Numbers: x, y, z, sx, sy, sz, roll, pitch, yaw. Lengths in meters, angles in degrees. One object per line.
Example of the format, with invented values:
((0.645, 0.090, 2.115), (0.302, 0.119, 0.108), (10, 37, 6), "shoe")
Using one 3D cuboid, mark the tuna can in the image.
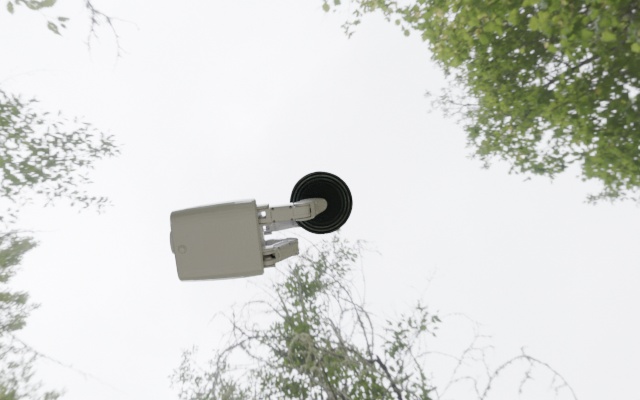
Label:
((0.000, 0.002, 0.656), (0.086, 0.086, 0.033), (0, 6, -4), "tuna can")
